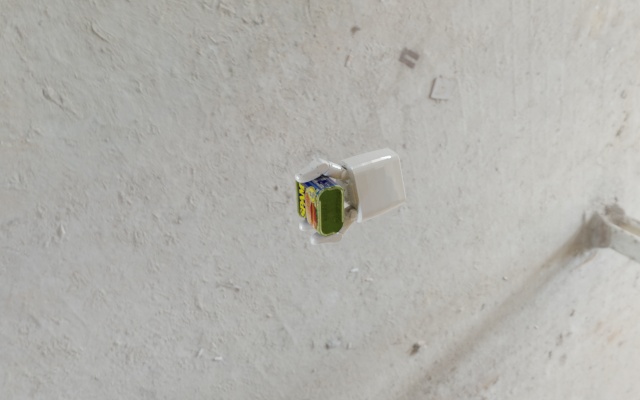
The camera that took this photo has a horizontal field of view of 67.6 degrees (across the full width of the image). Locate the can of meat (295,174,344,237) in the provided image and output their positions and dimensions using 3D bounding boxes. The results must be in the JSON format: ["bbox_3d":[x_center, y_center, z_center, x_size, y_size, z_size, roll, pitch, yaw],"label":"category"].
[{"bbox_3d":[0.000,0.003,0.854,0.057,0.102,0.084,-17,33,-24],"label":"can of meat"}]
